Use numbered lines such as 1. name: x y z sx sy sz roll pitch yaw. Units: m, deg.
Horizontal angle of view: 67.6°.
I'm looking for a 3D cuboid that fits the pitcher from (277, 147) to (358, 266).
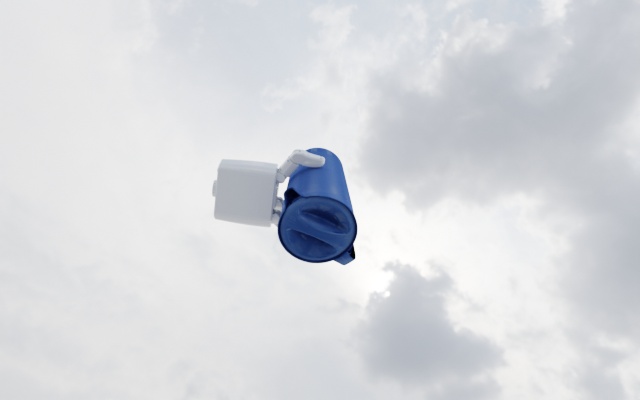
1. pitcher: 0.000 0.003 0.888 0.145 0.149 0.242 7 29 -4
